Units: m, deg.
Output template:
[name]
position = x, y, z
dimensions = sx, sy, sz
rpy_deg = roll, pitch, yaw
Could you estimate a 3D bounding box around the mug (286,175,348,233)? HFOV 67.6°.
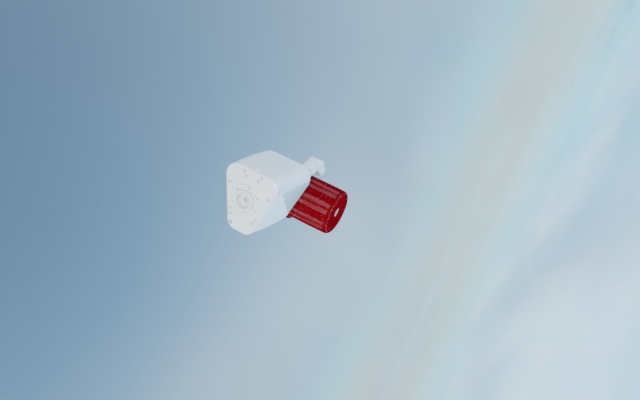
[mug]
position = 0.001, 0.003, 0.850
dimensions = 0.081, 0.093, 0.117
rpy_deg = 26, 25, 18
